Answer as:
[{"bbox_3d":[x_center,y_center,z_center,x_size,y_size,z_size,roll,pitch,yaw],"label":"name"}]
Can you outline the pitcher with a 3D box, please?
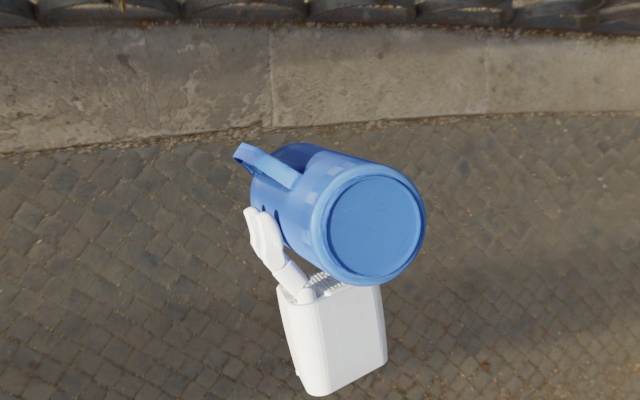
[{"bbox_3d":[0.000,0.002,0.509,0.149,0.145,0.243,-11,11,-16],"label":"pitcher"}]
